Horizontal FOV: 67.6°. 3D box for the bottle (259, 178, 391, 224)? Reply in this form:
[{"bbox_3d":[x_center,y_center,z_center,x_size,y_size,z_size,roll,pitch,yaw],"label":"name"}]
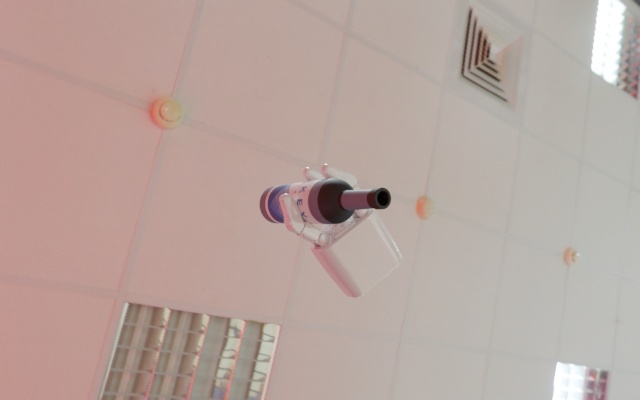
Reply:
[{"bbox_3d":[0.000,0.002,0.720,0.069,0.069,0.296,0,-2,-32],"label":"bottle"}]
